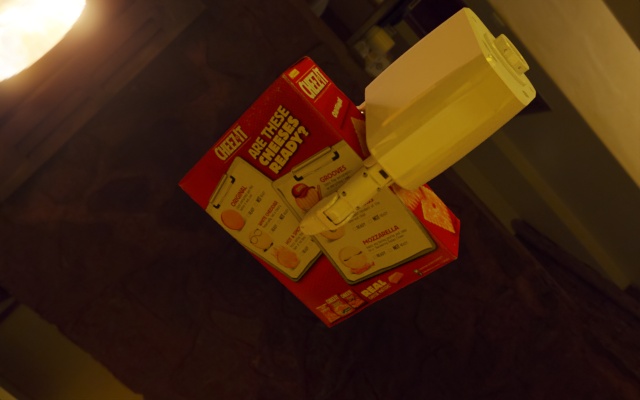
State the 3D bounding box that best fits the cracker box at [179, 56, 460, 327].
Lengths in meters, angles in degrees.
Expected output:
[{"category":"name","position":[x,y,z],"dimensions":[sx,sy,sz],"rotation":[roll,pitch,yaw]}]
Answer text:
[{"category":"cracker box","position":[0.000,0.002,0.455],"dimensions":[0.164,0.214,0.072],"rotation":[-37,13,33]}]
